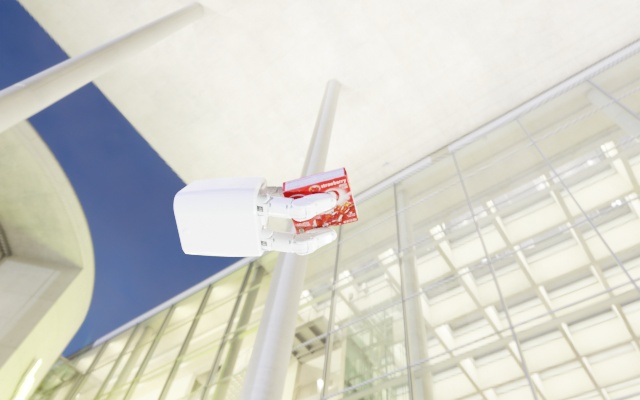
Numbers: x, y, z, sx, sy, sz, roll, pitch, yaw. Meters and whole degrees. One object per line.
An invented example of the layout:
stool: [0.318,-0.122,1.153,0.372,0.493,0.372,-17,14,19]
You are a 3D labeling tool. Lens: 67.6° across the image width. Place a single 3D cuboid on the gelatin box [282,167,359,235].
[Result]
gelatin box: [0.000,0.002,0.643,0.089,0.073,0.030,-14,30,5]
